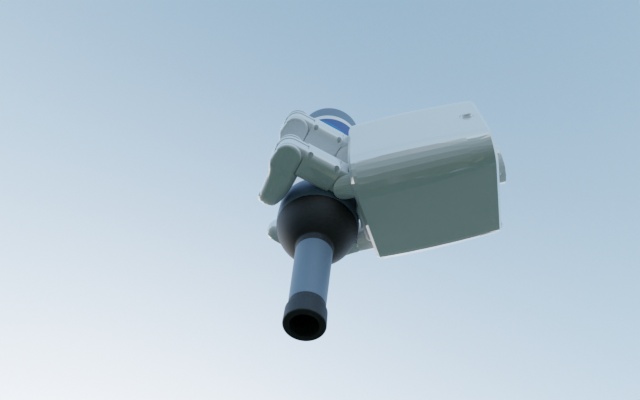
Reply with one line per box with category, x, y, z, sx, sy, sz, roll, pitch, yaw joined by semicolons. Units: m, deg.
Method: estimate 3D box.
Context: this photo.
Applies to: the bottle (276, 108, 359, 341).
bottle;0.000;0.001;0.415;0.069;0.069;0.295;0;31;4
